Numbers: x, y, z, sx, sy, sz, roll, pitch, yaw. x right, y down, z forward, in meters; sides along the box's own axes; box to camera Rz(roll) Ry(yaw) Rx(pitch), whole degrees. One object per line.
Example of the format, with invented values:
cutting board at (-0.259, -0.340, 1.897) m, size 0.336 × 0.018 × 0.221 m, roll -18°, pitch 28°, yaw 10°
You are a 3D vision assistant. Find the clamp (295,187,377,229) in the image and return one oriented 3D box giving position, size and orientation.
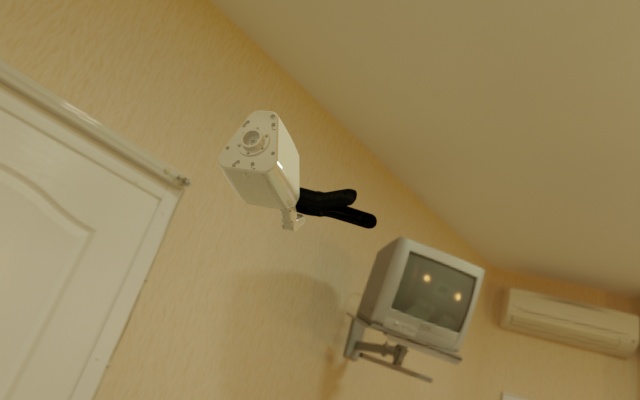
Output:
clamp at (0.000, 0.002, 0.760) m, size 0.171 × 0.039 × 0.120 m, roll 9°, pitch -25°, yaw 18°
